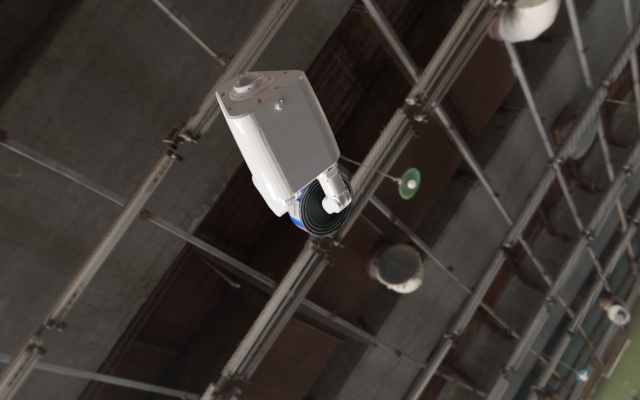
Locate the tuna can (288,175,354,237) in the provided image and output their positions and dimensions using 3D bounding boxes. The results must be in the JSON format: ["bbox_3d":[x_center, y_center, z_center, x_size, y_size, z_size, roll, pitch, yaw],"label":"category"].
[{"bbox_3d":[0.000,0.002,0.624,0.086,0.086,0.033,0,15,-38],"label":"tuna can"}]
